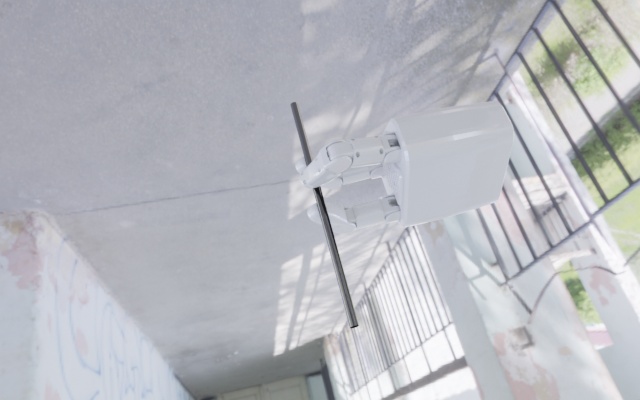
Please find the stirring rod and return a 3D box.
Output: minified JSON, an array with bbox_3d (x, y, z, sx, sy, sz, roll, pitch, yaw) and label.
[{"bbox_3d":[0.000,0.001,0.450,0.011,0.239,0.011,-12,-27,-6],"label":"stirring rod"}]
